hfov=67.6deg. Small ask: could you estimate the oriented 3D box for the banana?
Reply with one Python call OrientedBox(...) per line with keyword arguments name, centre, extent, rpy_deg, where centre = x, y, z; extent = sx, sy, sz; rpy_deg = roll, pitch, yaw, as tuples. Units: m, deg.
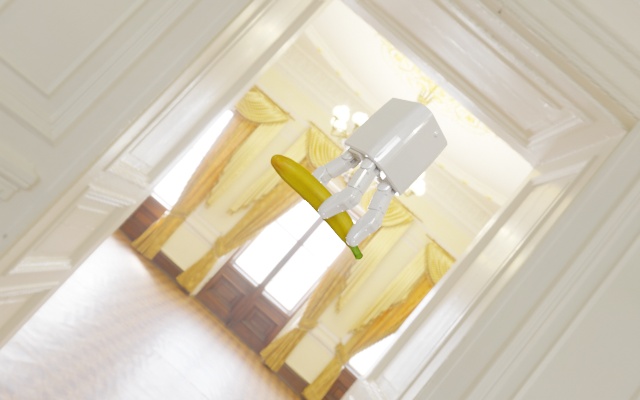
OrientedBox(name="banana", centre=(-0.001, 0.000, 0.691), extent=(0.037, 0.198, 0.069), rpy_deg=(-42, 18, 3))
